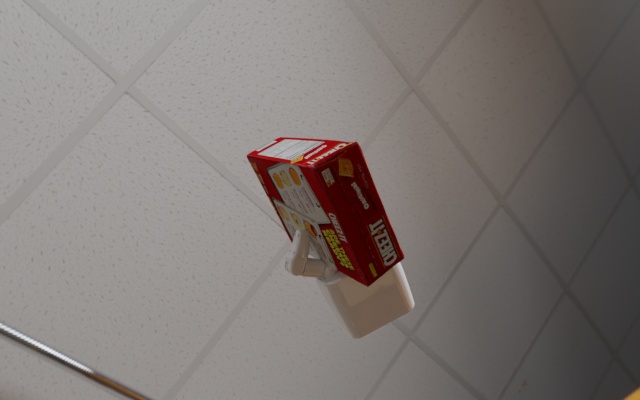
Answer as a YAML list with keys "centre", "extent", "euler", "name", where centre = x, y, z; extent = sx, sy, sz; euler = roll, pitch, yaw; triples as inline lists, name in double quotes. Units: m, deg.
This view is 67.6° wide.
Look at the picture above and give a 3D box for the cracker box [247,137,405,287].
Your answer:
- centre: [0.000, 0.002, 0.632]
  extent: [0.072, 0.164, 0.213]
  euler: [-33, 22, -20]
  name: "cracker box"
